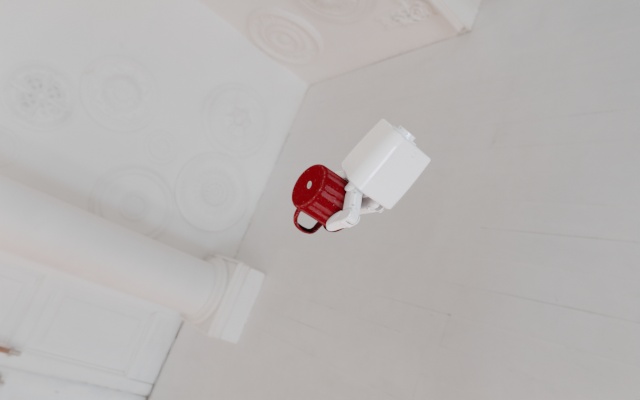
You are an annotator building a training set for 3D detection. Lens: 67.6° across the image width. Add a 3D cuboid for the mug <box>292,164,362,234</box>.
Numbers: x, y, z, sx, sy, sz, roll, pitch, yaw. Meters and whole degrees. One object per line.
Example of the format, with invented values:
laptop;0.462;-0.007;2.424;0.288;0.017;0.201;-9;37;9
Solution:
mug;-0.001;0.004;0.782;0.081;0.117;0.093;33;11;-33
